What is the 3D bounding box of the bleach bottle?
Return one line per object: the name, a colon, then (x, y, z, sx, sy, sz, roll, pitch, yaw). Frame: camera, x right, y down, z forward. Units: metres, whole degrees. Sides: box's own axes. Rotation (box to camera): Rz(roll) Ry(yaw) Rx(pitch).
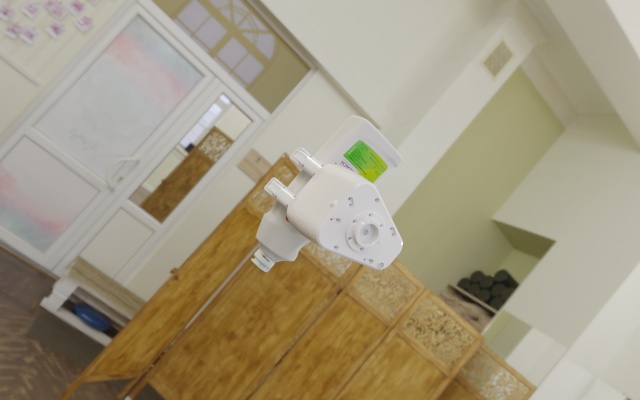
bleach bottle: (0.000, 0.002, 0.684, 0.103, 0.251, 0.068, 42, -4, -26)
